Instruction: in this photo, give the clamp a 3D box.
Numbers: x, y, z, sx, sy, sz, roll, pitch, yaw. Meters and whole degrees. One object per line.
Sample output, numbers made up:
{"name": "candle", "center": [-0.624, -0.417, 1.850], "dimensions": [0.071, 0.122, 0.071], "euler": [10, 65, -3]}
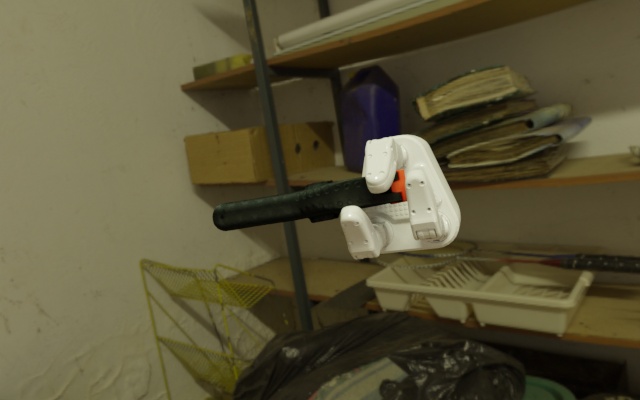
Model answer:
{"name": "clamp", "center": [0.000, 0.001, 0.446], "dimensions": [0.171, 0.039, 0.120], "euler": [-8, 4, 19]}
